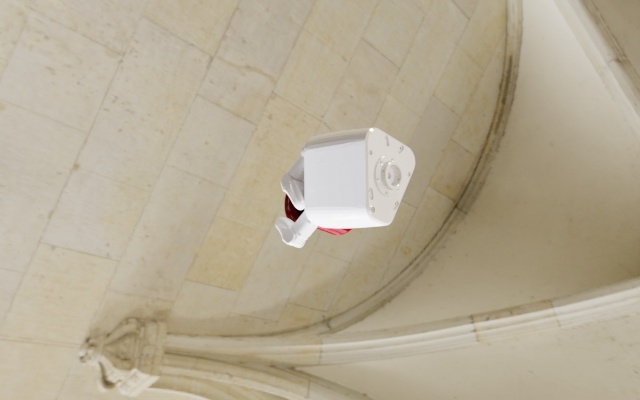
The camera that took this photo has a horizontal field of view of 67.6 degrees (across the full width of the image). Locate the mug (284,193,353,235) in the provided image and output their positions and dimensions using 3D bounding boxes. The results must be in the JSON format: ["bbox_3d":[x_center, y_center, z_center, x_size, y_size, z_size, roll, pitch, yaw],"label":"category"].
[{"bbox_3d":[-0.001,0.002,0.700,0.081,0.093,0.117,23,-15,-38],"label":"mug"}]
